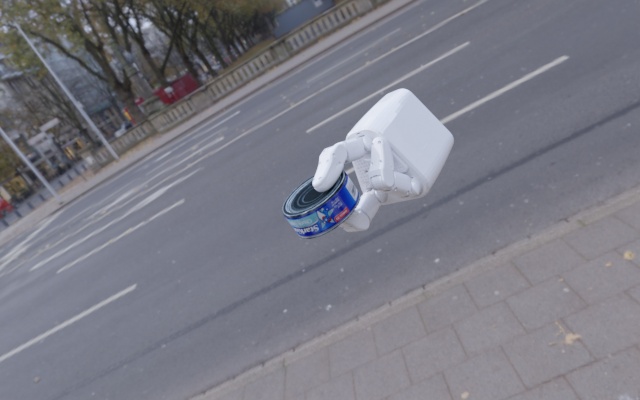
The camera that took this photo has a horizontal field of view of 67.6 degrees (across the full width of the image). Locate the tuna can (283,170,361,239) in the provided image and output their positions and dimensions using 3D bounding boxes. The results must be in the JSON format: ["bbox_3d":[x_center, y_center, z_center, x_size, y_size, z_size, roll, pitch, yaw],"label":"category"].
[{"bbox_3d":[0.000,0.001,0.539,0.086,0.034,0.086,-29,24,14],"label":"tuna can"}]
